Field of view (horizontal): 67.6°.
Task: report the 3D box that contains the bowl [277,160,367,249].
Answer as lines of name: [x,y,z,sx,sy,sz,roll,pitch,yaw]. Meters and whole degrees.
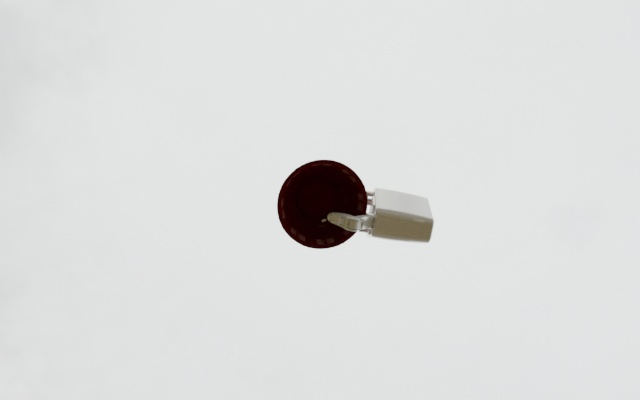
bowl: [-0.001,0.002,0.859,0.162,0.162,0.055,0,14,-10]
